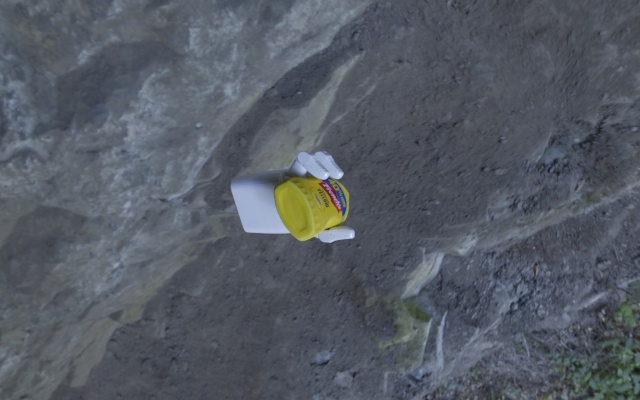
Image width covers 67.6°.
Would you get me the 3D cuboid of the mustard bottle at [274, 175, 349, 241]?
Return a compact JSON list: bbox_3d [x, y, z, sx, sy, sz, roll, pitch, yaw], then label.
[{"bbox_3d":[0.000,0.003,0.796,0.058,0.096,0.191,-31,-6,26],"label":"mustard bottle"}]
